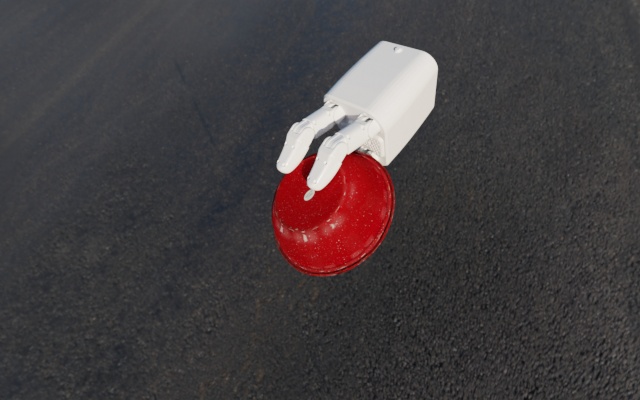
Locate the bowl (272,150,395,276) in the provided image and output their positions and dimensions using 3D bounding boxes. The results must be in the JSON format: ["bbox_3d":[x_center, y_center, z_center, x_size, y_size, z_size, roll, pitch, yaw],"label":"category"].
[{"bbox_3d":[-0.001,0.003,0.547,0.162,0.162,0.055,0,-23,32],"label":"bowl"}]
